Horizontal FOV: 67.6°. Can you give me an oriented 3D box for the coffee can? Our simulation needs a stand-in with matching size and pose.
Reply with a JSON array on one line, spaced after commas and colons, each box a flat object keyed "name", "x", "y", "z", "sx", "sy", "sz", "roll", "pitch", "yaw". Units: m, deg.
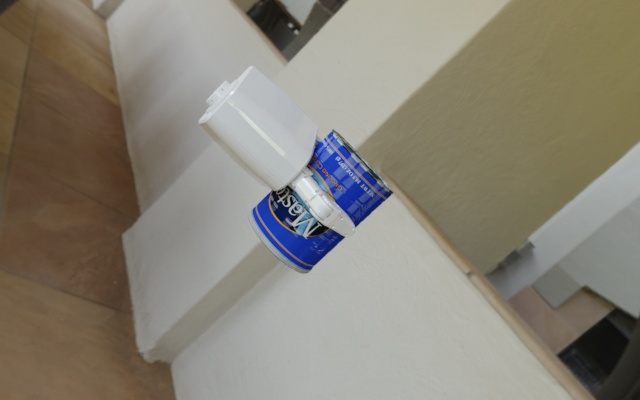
[{"name": "coffee can", "x": 0.000, "y": 0.002, "z": 0.561, "sx": 0.140, "sy": 0.103, "sz": 0.103, "roll": -44, "pitch": -9, "yaw": 9}]
